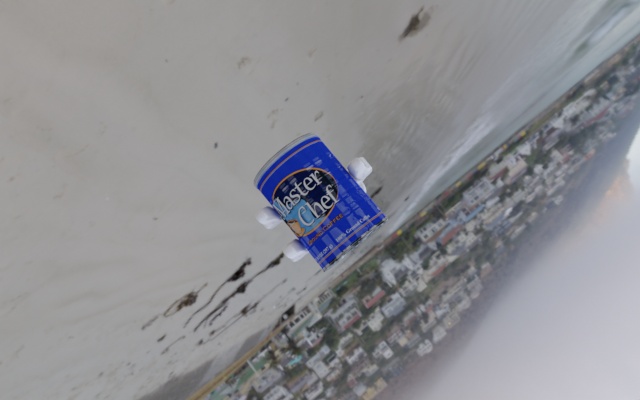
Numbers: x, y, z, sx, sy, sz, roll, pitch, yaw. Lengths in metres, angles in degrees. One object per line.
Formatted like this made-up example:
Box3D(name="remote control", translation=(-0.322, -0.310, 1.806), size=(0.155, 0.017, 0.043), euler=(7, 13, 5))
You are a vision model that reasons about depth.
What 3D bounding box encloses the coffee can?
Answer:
Box3D(name="coffee can", translation=(0.000, 0.002, 0.591), size=(0.103, 0.140, 0.103), euler=(-38, -9, -7))
